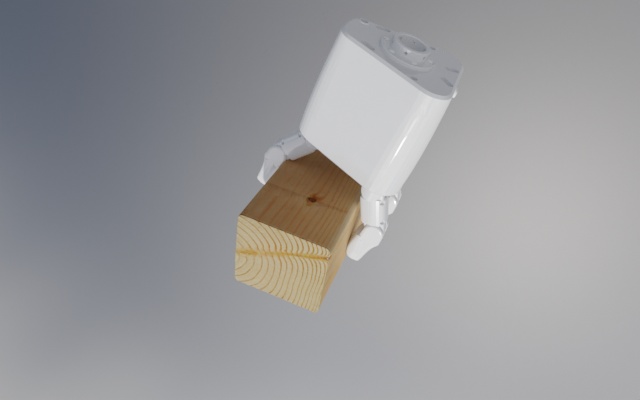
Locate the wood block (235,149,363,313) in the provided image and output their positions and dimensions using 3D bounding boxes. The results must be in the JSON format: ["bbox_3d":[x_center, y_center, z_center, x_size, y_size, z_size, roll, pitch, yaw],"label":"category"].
[{"bbox_3d":[0.000,0.001,0.507,0.091,0.090,0.206,20,41,12],"label":"wood block"}]
